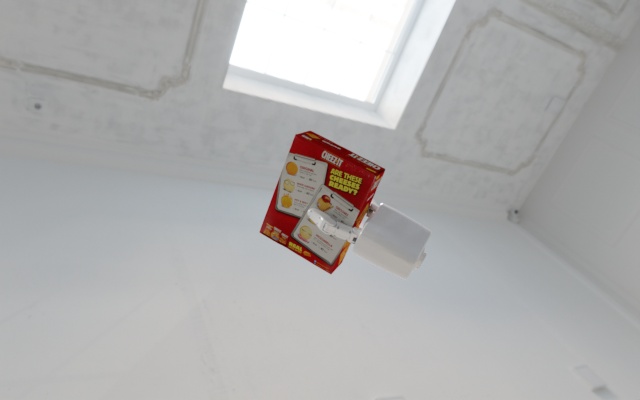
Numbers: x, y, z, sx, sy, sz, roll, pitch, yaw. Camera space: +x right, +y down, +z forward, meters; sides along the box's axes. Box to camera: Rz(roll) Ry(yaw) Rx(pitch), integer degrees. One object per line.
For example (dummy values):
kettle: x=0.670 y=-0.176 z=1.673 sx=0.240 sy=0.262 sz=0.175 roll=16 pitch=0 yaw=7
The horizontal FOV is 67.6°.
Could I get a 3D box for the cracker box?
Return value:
cracker box: x=0.000 y=0.003 z=0.880 sx=0.164 sy=0.214 sz=0.072 roll=29 pitch=25 yaw=13
